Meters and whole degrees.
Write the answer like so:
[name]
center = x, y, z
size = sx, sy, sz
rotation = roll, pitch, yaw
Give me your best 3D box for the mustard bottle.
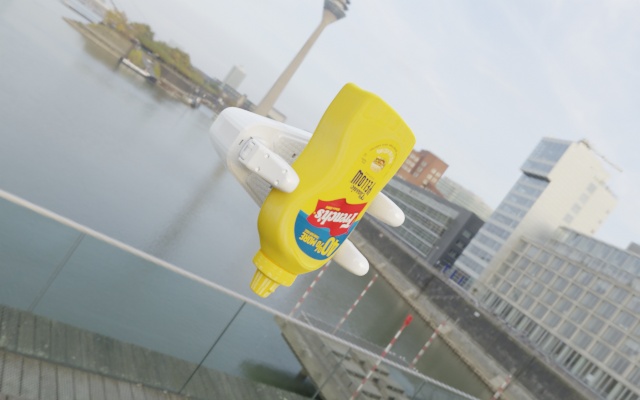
[mustard bottle]
center = 0.000, 0.001, 0.411
size = 0.058, 0.191, 0.096
rotation = 38, 3, 36
